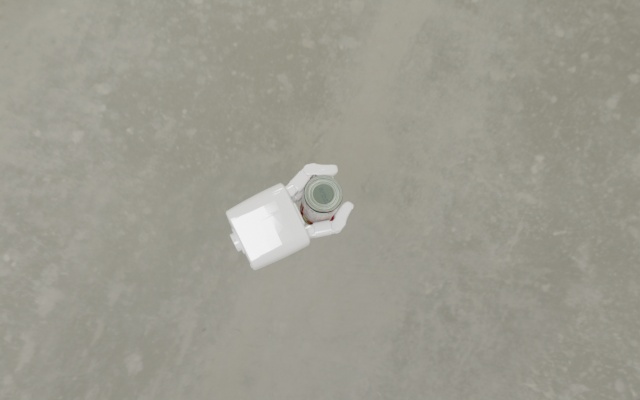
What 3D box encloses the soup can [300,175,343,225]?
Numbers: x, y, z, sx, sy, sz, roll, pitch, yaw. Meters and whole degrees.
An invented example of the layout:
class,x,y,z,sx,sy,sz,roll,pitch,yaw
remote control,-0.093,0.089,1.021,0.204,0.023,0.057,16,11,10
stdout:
class,x,y,z,sx,sy,sz,roll,pitch,yaw
soup can,0.001,0.003,0.838,0.068,0.068,0.102,0,-17,-5
